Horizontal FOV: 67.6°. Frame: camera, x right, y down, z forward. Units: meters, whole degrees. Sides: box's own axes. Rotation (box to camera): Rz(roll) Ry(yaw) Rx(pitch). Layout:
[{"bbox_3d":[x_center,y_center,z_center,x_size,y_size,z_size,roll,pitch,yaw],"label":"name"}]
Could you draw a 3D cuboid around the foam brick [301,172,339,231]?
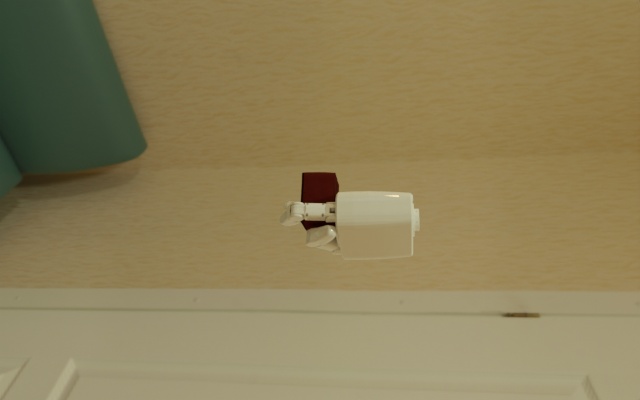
[{"bbox_3d":[0.000,0.002,0.719,0.051,0.078,0.053,-2,-22,10],"label":"foam brick"}]
